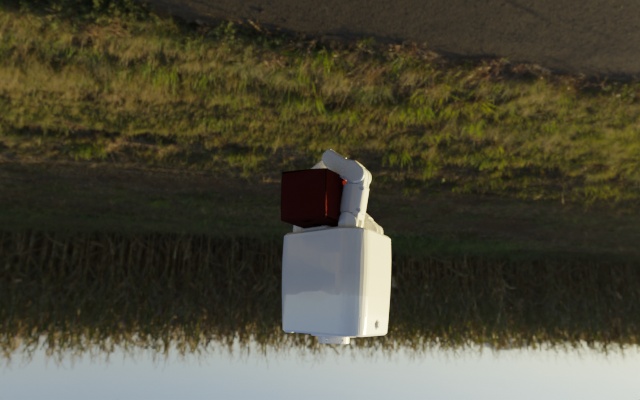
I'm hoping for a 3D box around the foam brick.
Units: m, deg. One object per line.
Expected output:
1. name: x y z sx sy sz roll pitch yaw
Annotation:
1. foam brick: 0.000 0.002 0.504 0.053 0.051 0.078 -4 -14 28
